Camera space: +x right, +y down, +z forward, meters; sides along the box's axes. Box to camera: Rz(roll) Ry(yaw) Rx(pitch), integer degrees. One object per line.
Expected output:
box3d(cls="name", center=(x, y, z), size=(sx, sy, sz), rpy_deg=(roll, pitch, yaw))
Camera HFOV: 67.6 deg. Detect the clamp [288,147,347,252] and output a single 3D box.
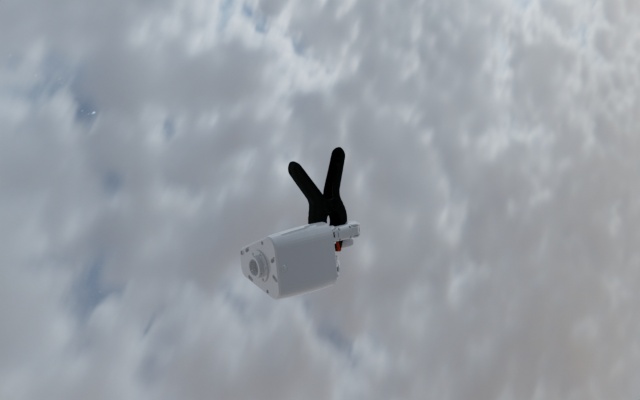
box3d(cls="clamp", center=(0.000, 0.003, 0.768), size=(0.120, 0.171, 0.039), rpy_deg=(-10, 7, -39))
